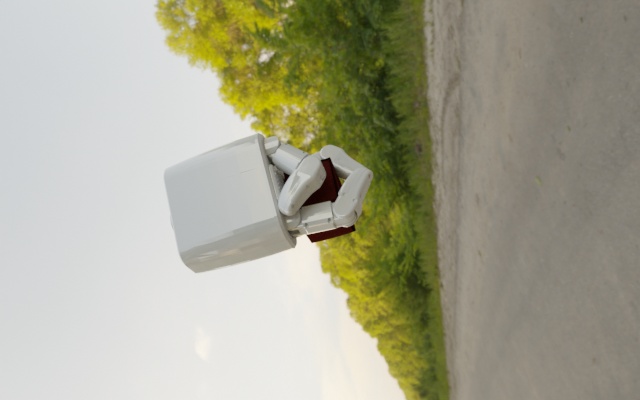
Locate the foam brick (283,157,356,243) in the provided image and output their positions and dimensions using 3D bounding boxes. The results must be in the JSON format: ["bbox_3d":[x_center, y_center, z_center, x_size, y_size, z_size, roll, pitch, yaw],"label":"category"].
[{"bbox_3d":[0.000,0.002,0.502,0.051,0.053,0.078,-18,-32,6],"label":"foam brick"}]
